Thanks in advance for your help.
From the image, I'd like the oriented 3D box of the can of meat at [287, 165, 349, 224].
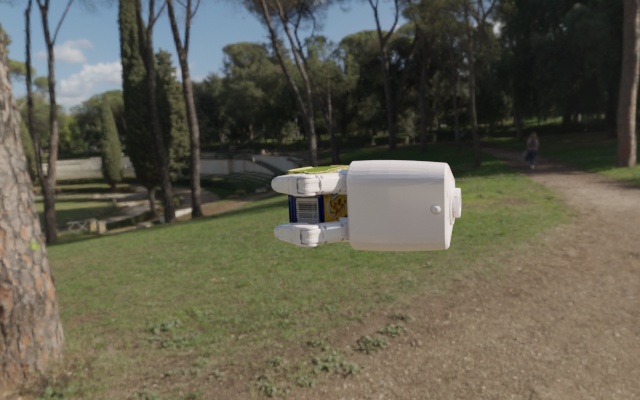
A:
[{"bbox_3d":[0.000,0.002,0.582,0.057,0.084,0.102,1,8,24],"label":"can of meat"}]
